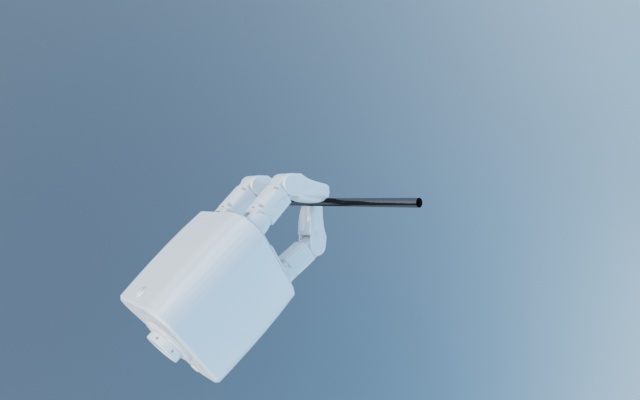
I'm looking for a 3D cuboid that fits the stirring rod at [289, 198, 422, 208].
[{"bbox_3d":[0.000,0.002,0.466,0.011,0.011,0.239,0,0,-40],"label":"stirring rod"}]
